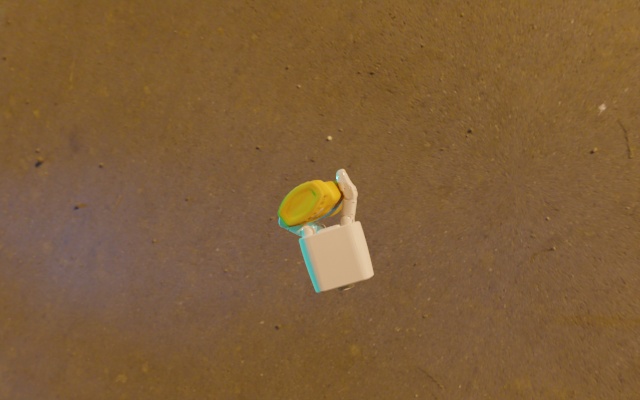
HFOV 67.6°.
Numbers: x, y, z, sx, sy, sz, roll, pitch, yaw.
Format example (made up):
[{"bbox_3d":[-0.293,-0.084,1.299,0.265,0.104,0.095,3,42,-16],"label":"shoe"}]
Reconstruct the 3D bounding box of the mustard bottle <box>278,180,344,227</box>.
[{"bbox_3d":[0.000,0.003,0.897,0.096,0.058,0.191,-44,-13,18],"label":"mustard bottle"}]
